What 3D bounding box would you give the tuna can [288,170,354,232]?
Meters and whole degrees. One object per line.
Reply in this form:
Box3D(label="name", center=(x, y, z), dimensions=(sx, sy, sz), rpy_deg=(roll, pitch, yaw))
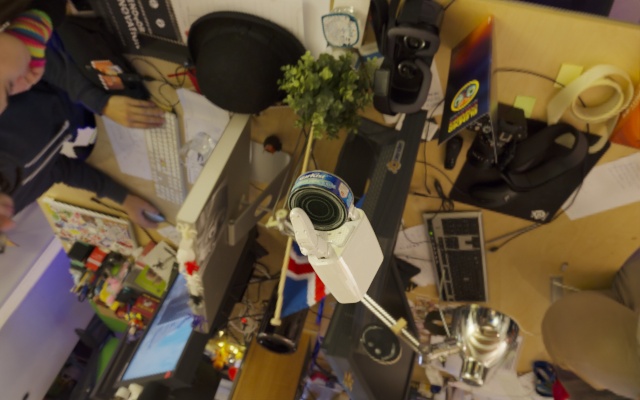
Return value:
Box3D(label="tuna can", center=(0.000, 0.002, 0.650), dimensions=(0.086, 0.086, 0.033), rpy_deg=(0, 42, 22))
